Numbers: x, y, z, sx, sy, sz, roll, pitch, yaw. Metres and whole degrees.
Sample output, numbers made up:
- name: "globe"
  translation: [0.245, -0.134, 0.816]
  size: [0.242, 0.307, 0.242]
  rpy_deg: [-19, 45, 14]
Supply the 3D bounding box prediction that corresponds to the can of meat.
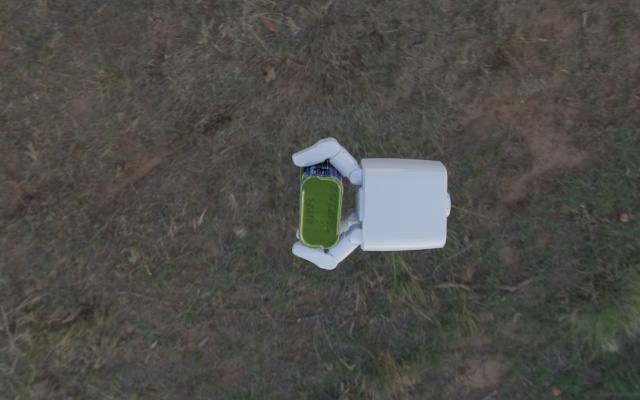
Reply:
- name: "can of meat"
  translation: [0.000, 0.002, 0.619]
  size: [0.057, 0.102, 0.084]
  rpy_deg: [3, 20, -1]
